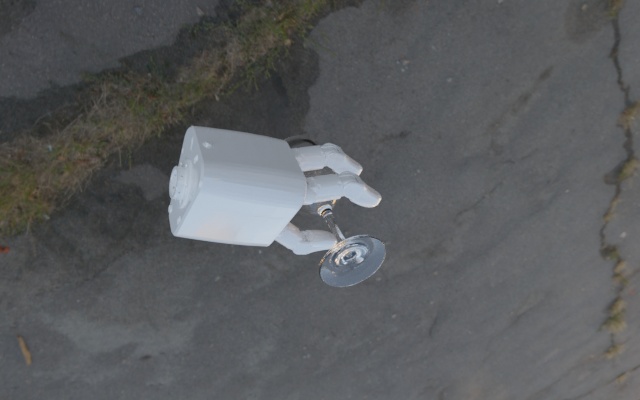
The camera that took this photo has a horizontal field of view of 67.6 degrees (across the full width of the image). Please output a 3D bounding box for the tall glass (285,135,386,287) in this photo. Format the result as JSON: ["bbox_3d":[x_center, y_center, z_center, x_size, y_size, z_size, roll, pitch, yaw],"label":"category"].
[{"bbox_3d":[0.000,0.002,0.561,0.079,0.079,0.201,0,39,-25],"label":"tall glass"}]
